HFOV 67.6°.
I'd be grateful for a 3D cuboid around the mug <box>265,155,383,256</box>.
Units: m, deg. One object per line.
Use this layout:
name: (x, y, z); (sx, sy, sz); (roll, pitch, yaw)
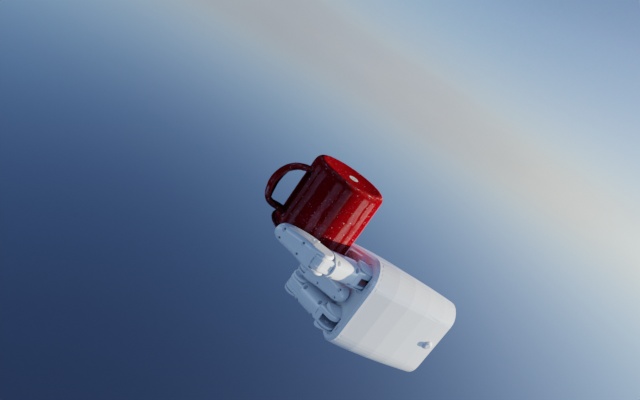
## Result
mug: (-0.001, 0.001, 0.486); (0.117, 0.081, 0.093); (29, 17, -22)
